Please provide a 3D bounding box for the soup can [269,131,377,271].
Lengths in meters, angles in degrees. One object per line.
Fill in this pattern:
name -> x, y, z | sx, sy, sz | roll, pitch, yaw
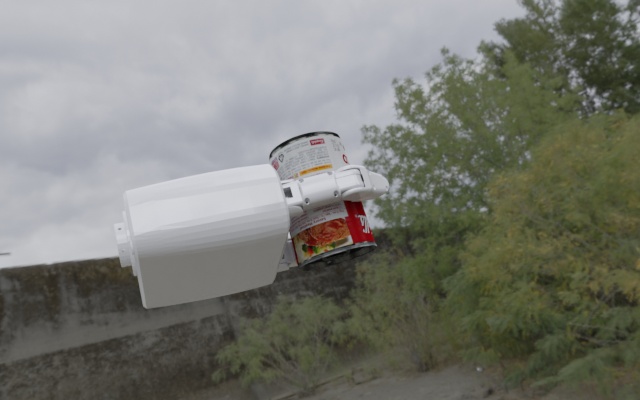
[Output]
soup can -> 0.000, 0.001, 0.406 | 0.068, 0.102, 0.068 | -16, -15, -4
